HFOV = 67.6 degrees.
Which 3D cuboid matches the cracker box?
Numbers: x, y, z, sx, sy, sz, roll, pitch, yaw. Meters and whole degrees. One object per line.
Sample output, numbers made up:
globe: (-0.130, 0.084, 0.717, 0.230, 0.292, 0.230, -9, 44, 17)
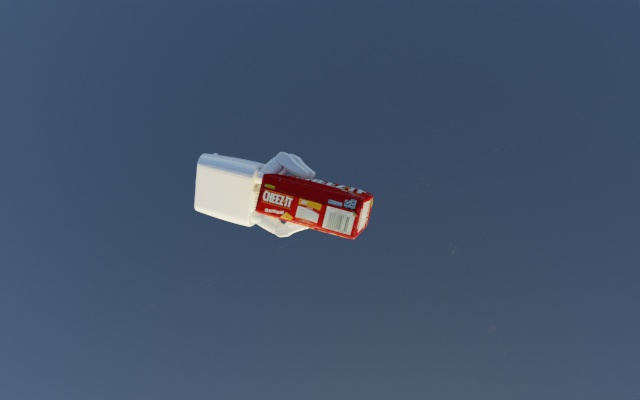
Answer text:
cracker box: (0.000, 0.003, 0.828, 0.164, 0.072, 0.213, 15, 5, 10)
